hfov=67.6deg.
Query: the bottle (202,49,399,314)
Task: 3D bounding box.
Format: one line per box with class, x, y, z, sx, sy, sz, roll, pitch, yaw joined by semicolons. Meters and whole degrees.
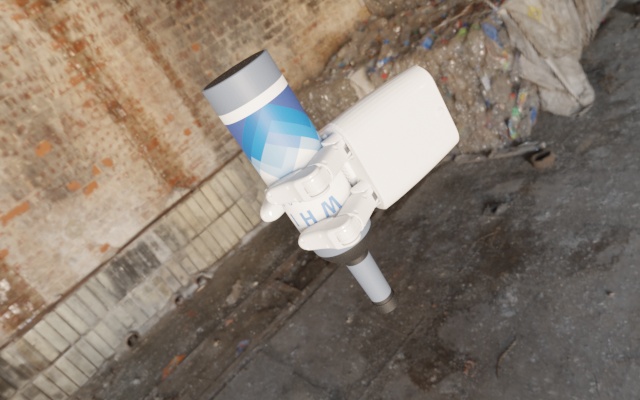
bottle;0.000;0.001;0.466;0.069;0.296;0.069;-27;24;13
